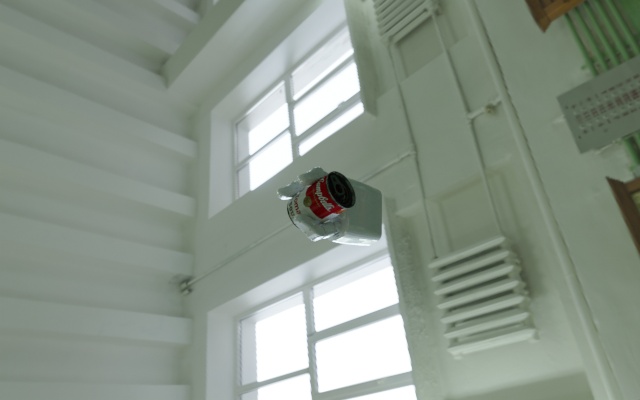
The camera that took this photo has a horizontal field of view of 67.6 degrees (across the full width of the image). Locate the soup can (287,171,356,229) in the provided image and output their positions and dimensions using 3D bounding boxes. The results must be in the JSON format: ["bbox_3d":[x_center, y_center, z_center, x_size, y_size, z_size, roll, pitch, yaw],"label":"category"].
[{"bbox_3d":[0.000,0.003,0.814,0.102,0.068,0.068,-31,-20,36],"label":"soup can"}]
